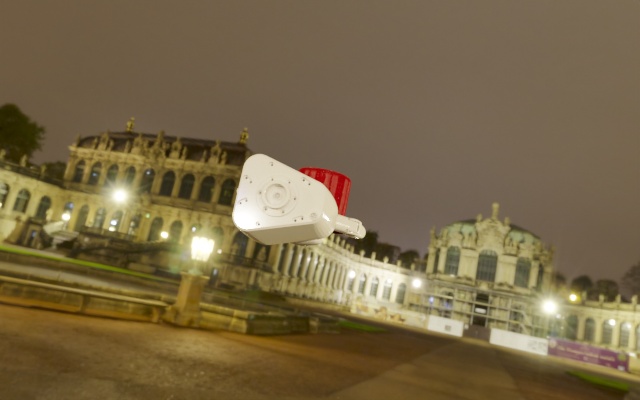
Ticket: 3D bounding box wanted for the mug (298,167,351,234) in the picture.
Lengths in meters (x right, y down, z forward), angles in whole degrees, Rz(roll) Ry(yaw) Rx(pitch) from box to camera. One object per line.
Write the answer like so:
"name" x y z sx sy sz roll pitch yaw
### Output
"mug" 0.000 0.002 0.717 0.093 0.081 0.117 10 -9 9
